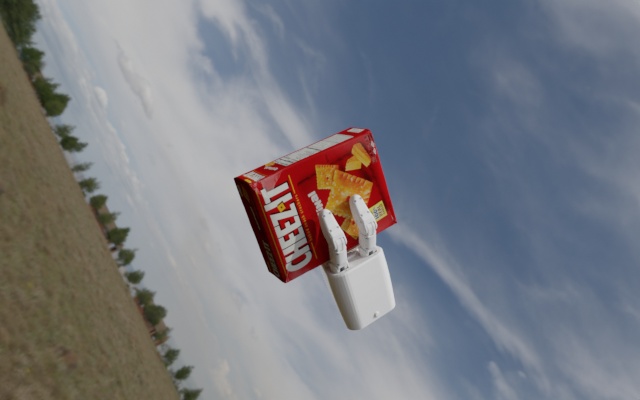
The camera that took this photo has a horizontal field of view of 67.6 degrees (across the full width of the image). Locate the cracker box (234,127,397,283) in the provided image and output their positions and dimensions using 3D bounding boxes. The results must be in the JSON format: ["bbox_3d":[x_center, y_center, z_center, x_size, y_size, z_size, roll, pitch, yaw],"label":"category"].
[{"bbox_3d":[0.000,0.002,0.728,0.213,0.164,0.072,-26,21,-23],"label":"cracker box"}]
